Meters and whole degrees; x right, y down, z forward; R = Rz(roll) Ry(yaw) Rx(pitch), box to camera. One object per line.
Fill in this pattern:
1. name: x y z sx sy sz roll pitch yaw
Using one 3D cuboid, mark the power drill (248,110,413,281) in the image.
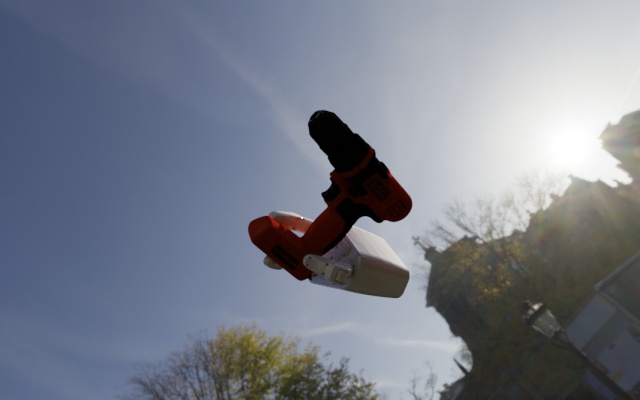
1. power drill: 0.000 0.002 0.603 0.188 0.184 0.057 -40 26 12
